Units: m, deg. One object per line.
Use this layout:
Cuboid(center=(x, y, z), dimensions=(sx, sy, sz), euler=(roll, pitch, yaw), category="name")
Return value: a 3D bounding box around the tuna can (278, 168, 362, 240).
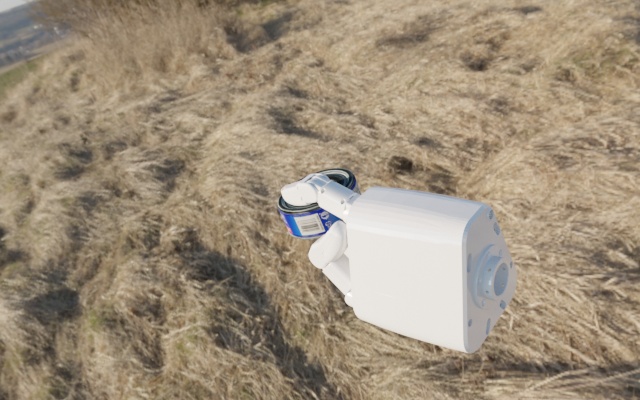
Cuboid(center=(0.000, 0.001, 0.489), dimensions=(0.086, 0.034, 0.086), euler=(-19, 26, 9), category="tuna can")
